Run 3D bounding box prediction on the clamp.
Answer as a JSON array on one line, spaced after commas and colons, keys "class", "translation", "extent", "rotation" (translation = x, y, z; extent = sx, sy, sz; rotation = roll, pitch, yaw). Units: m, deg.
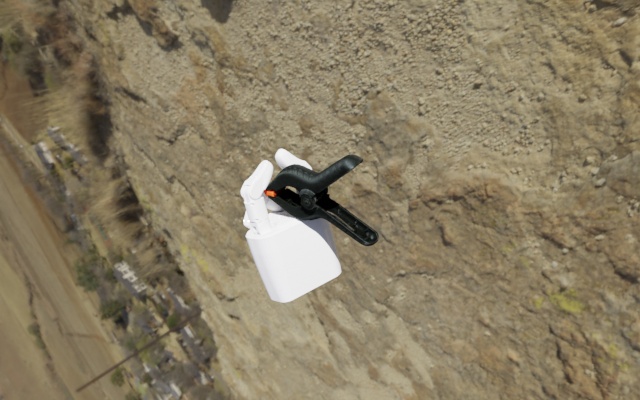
[{"class": "clamp", "translation": [0.000, 0.002, 0.610], "extent": [0.171, 0.120, 0.039], "rotation": [1, 24, 46]}]
